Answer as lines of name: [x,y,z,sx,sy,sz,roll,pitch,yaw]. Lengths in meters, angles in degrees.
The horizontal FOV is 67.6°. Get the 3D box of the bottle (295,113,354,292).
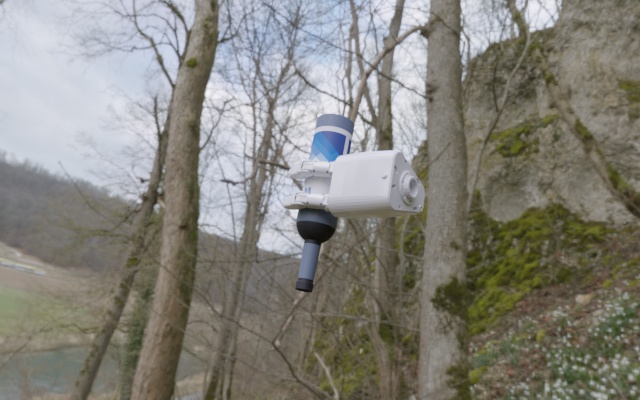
bottle: [0.000,0.002,0.786,0.069,0.295,0.069,10,-18,3]
